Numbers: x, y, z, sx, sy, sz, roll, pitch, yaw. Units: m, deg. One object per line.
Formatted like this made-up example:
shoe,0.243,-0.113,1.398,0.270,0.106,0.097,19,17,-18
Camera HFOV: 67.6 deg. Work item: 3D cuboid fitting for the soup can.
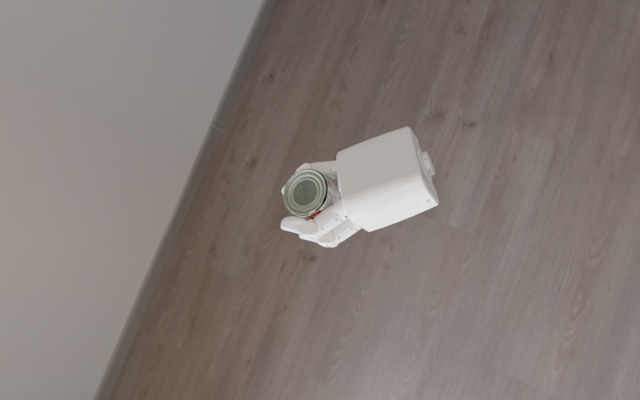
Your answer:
soup can,0.000,0.002,0.677,0.068,0.068,0.102,0,-16,26
